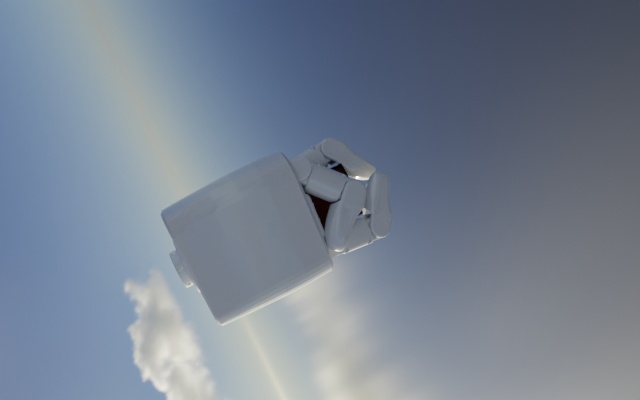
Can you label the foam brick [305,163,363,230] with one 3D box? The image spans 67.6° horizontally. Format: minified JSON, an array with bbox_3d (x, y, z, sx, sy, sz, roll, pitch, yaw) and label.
[{"bbox_3d":[0.000,0.002,0.468,0.051,0.053,0.078,-28,2,-14],"label":"foam brick"}]
